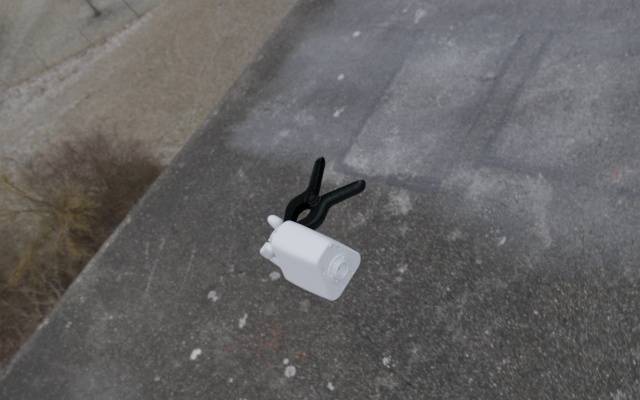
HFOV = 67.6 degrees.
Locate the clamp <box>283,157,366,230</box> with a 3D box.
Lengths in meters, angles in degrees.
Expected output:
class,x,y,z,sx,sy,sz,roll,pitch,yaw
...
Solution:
class,x,y,z,sx,sy,sz,roll,pitch,yaw
clamp,0.000,0.003,0.864,0.120,0.171,0.039,21,-19,38
